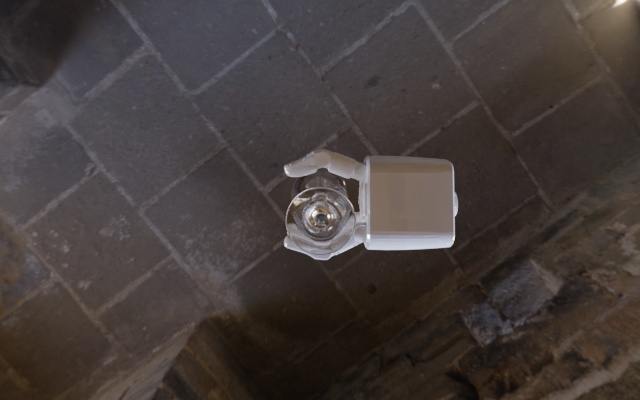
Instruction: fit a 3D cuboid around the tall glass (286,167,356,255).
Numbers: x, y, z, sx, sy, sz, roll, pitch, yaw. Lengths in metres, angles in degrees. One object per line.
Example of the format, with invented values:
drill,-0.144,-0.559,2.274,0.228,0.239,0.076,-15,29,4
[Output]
tall glass,0.000,0.002,0.599,0.079,0.079,0.201,0,12,-1
